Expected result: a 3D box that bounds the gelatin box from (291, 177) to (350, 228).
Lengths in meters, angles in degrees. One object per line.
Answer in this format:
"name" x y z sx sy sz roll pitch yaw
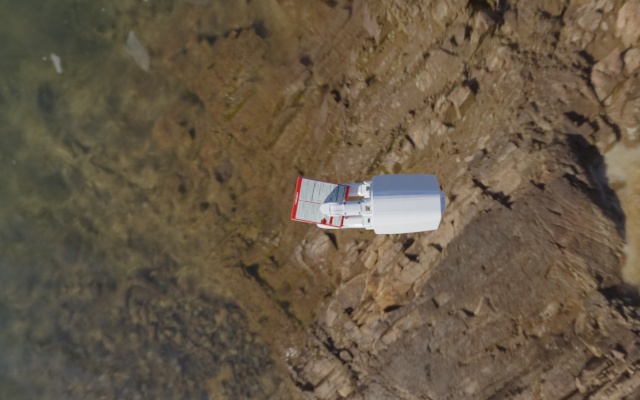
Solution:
"gelatin box" 0.000 0.003 0.807 0.089 0.073 0.030 10 4 3
